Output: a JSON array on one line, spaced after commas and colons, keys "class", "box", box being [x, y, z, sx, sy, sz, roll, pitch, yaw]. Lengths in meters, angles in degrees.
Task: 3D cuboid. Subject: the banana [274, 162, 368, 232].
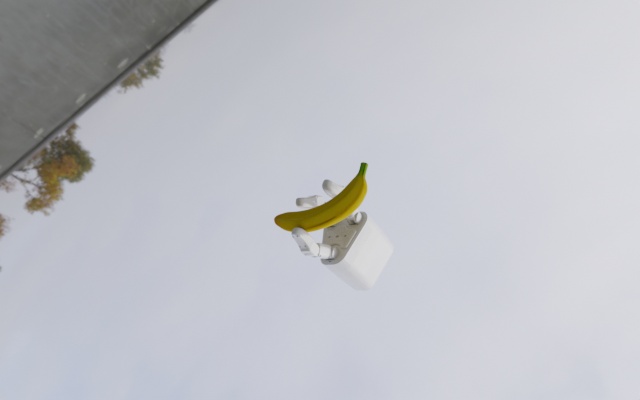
[{"class": "banana", "box": [0.004, 0.014, 0.778, 0.198, 0.069, 0.037, -30, -49, 23]}]
